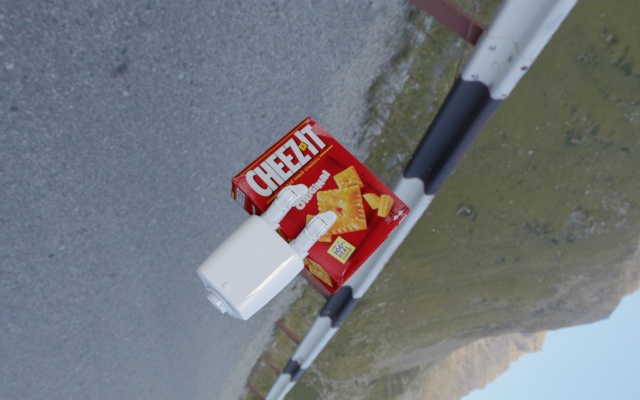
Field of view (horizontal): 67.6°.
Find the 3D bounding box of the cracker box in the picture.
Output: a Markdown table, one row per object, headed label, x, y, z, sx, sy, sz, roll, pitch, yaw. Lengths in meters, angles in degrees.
| label | x | y | z | sx | sy | sz | roll | pitch | yaw |
| --- | --- | --- | --- | --- | --- | --- | --- | --- | --- |
| cracker box | 0.000 | 0.002 | 0.704 | 0.164 | 0.213 | 0.072 | -43 | -8 | -23 |
